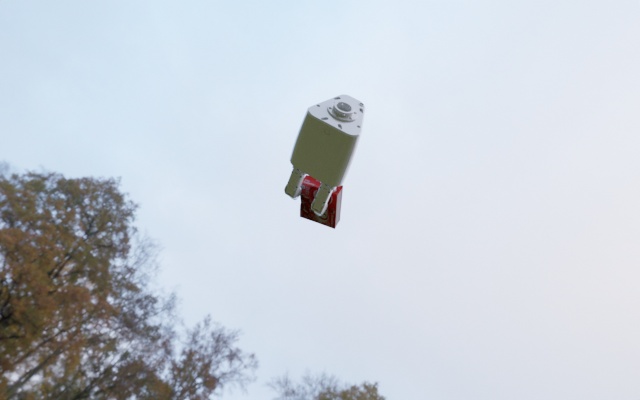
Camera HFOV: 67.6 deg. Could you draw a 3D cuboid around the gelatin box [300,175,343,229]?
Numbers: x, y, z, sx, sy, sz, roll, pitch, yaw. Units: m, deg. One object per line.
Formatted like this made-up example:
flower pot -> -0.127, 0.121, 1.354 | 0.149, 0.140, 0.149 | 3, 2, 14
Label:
gelatin box -> 0.000, 0.003, 0.868 | 0.073, 0.089, 0.030 | 18, 45, 16
